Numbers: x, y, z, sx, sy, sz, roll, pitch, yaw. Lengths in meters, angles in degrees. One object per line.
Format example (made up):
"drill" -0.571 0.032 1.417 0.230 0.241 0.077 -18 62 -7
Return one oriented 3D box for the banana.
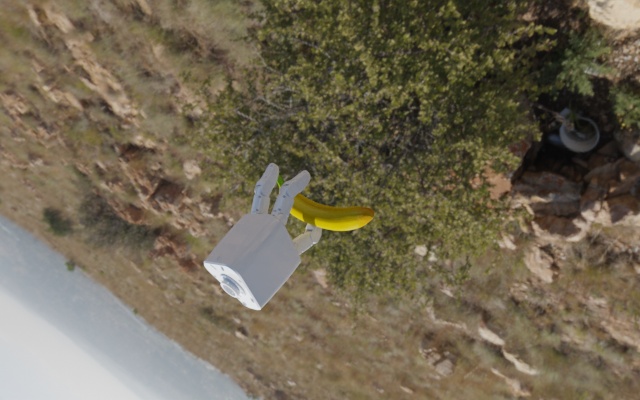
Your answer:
"banana" 0.000 0.015 0.773 0.197 0.070 0.037 21 52 30
